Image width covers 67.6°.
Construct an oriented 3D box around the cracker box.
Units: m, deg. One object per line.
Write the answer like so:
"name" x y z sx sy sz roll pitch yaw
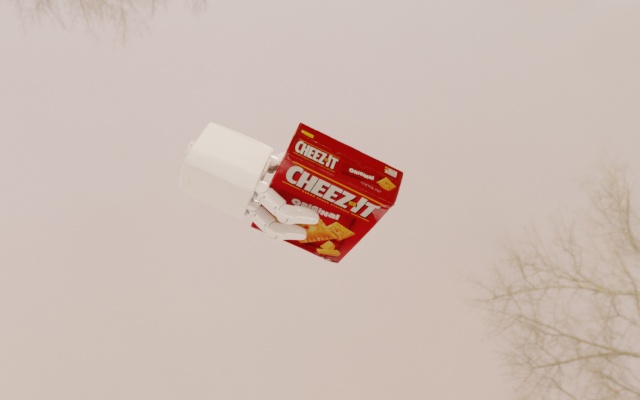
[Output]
"cracker box" 0.000 0.002 0.727 0.164 0.072 0.214 25 -35 -7
